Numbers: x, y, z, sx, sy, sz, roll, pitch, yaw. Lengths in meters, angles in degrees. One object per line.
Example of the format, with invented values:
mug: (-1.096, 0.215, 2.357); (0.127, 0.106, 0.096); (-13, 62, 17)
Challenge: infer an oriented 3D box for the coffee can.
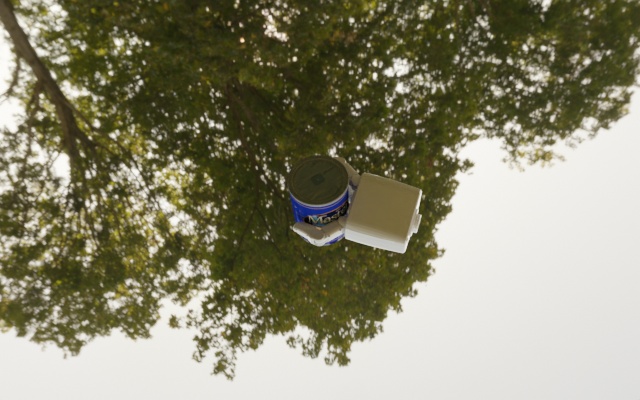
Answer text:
coffee can: (0.000, 0.003, 0.846); (0.103, 0.102, 0.140); (0, -33, 4)
